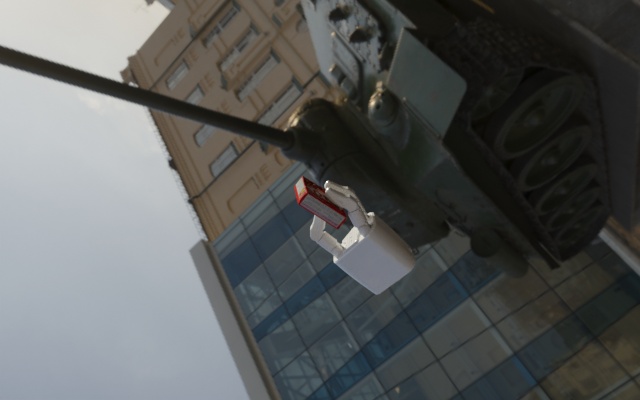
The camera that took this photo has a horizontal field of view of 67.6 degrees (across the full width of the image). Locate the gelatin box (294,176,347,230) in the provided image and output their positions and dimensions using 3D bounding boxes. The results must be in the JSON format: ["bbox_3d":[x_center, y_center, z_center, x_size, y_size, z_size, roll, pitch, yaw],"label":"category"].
[{"bbox_3d":[0.000,0.003,0.829,0.089,0.030,0.073,32,17,-21],"label":"gelatin box"}]
